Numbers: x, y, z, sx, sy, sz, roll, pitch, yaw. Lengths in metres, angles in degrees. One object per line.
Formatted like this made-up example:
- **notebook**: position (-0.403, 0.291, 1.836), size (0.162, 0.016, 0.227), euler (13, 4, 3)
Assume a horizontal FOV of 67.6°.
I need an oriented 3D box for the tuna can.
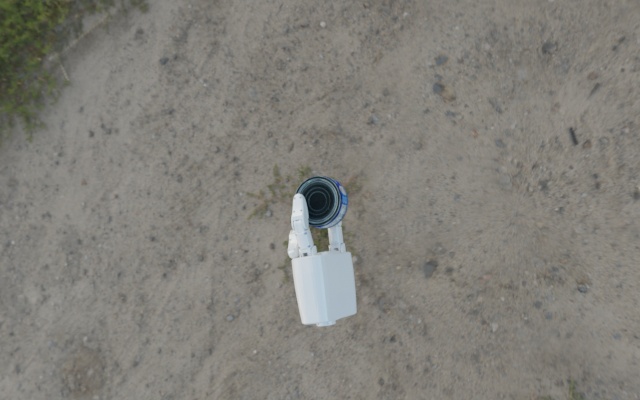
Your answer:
- **tuna can**: position (0.000, 0.002, 0.782), size (0.086, 0.086, 0.034), euler (0, -7, 23)
